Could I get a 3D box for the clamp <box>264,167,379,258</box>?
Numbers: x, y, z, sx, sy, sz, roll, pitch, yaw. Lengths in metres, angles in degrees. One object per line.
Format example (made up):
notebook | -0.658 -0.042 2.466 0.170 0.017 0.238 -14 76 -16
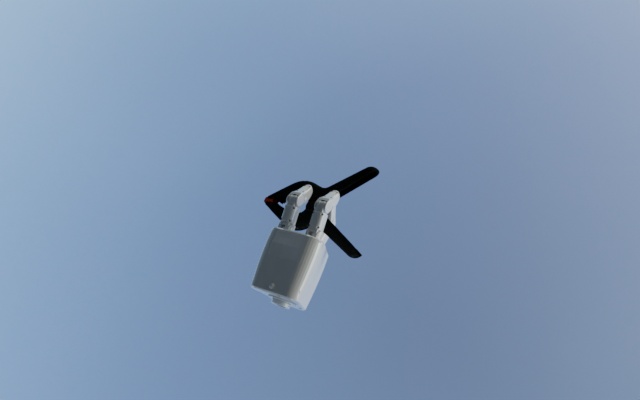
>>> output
clamp | 0.000 0.003 0.846 0.210 0.164 0.036 12 -19 27
